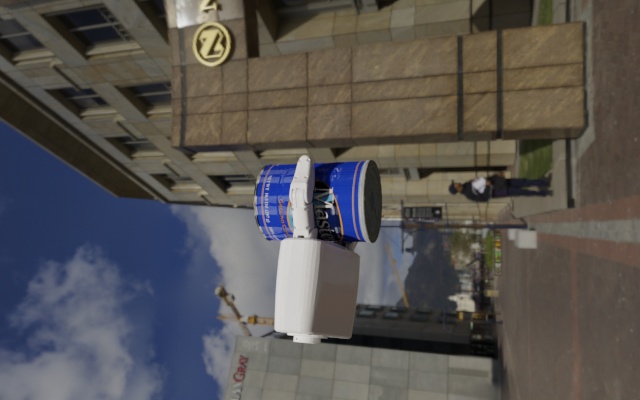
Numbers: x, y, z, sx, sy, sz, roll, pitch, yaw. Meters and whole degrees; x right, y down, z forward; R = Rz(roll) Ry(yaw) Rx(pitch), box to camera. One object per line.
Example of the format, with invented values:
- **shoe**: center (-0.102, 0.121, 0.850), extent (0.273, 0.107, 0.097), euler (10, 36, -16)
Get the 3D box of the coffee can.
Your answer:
- **coffee can**: center (0.000, 0.002, 0.612), extent (0.140, 0.103, 0.103), euler (-1, 0, 19)
